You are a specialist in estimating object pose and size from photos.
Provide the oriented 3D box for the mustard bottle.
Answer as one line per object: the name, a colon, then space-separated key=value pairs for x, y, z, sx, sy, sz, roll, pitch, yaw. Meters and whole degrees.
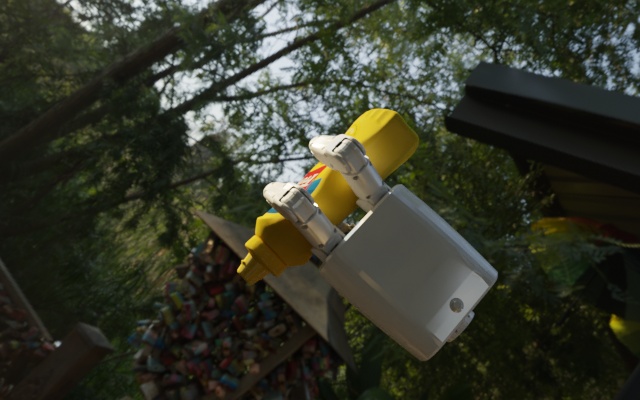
mustard bottle: x=0.000 y=0.001 z=0.432 sx=0.191 sy=0.058 sz=0.096 roll=-46 pitch=12 yaw=-12
